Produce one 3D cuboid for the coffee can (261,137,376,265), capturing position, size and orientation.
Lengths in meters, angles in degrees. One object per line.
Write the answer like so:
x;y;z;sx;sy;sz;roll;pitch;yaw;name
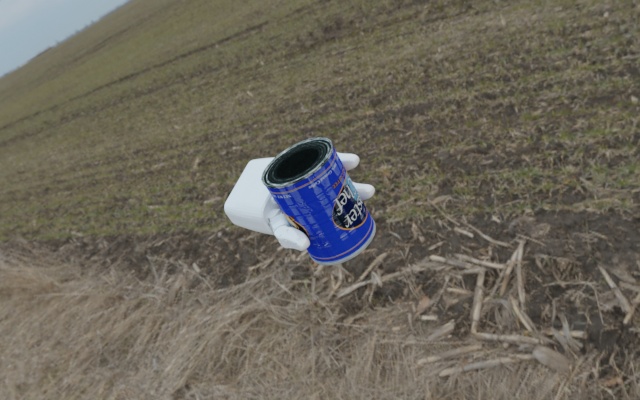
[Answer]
0.000;0.002;0.638;0.103;0.140;0.102;-22;31;14;coffee can
